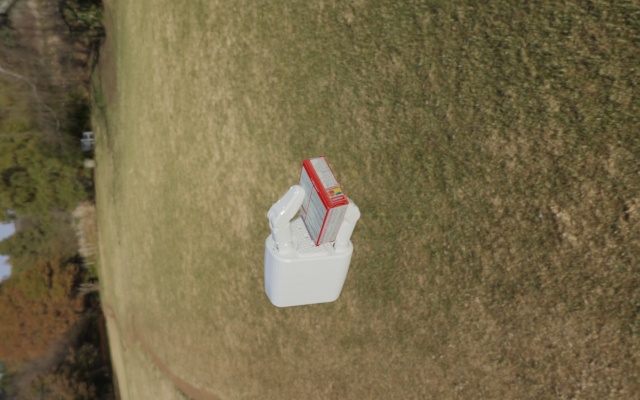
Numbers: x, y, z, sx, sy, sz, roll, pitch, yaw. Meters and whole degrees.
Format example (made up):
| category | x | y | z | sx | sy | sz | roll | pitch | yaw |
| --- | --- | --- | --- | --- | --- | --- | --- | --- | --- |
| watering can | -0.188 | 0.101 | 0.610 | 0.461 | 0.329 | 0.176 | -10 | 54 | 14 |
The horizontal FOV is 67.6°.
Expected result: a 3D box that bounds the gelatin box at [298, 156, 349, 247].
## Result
| category | x | y | z | sx | sy | sz | roll | pitch | yaw |
| --- | --- | --- | --- | --- | --- | --- | --- | --- | --- |
| gelatin box | 0.000 | 0.002 | 0.579 | 0.030 | 0.073 | 0.089 | -15 | -31 | -20 |
